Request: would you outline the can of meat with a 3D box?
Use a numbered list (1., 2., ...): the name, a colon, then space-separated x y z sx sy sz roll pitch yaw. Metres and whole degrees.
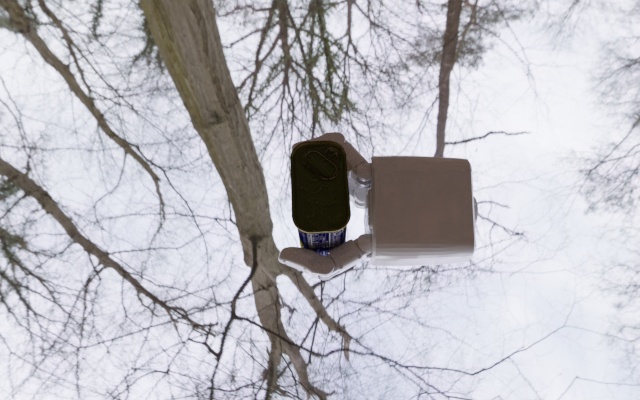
1. can of meat: 0.000 0.002 0.508 0.057 0.102 0.084 -3 -25 0
